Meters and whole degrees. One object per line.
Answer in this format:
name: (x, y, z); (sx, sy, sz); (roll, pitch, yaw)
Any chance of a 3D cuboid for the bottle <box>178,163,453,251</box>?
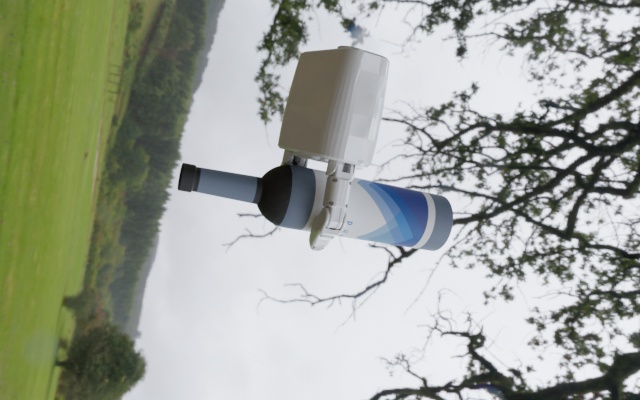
bottle: (0.000, 0.002, 0.512); (0.296, 0.069, 0.069); (10, -4, -20)
